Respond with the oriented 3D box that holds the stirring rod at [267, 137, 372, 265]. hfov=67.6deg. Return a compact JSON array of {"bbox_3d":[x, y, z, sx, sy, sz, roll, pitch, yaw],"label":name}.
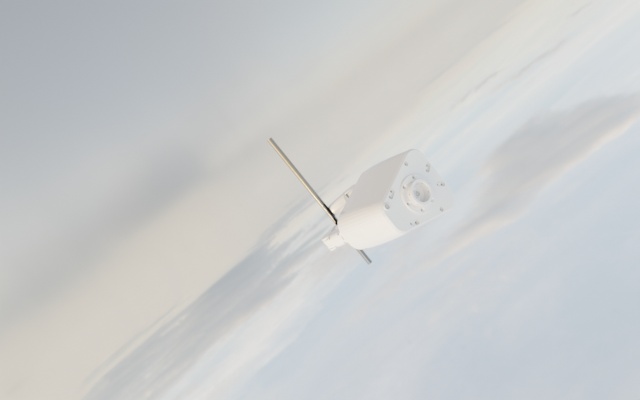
[{"bbox_3d":[0.000,0.002,0.715,0.011,0.239,0.011,-39,6,5],"label":"stirring rod"}]
